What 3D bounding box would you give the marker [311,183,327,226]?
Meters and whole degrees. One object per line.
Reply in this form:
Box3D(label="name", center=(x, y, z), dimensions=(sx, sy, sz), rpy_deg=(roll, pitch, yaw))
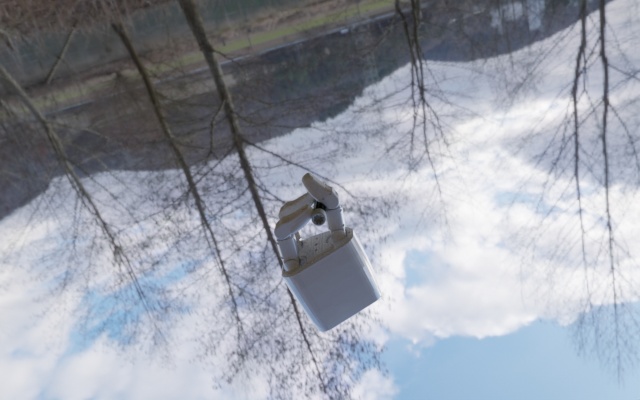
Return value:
Box3D(label="marker", center=(0.000, 0.002, 0.663), dimensions=(0.020, 0.020, 0.121), rpy_deg=(0, 21, 2))
